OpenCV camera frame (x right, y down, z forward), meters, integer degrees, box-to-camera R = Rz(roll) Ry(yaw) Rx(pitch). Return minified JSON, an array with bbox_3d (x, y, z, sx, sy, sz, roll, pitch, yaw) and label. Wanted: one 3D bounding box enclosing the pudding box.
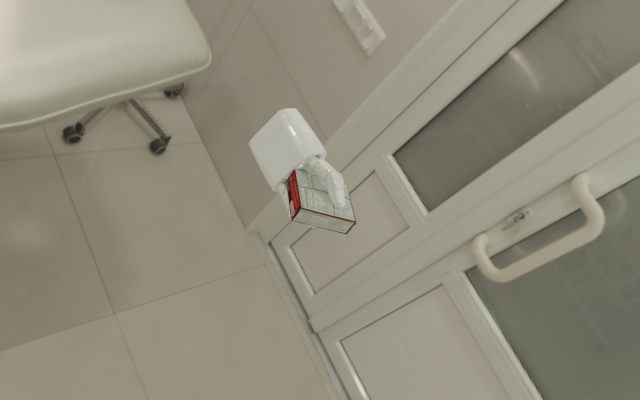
[{"bbox_3d":[0.000,0.003,0.813,0.113,0.090,0.039,14,-45,-27],"label":"pudding box"}]
